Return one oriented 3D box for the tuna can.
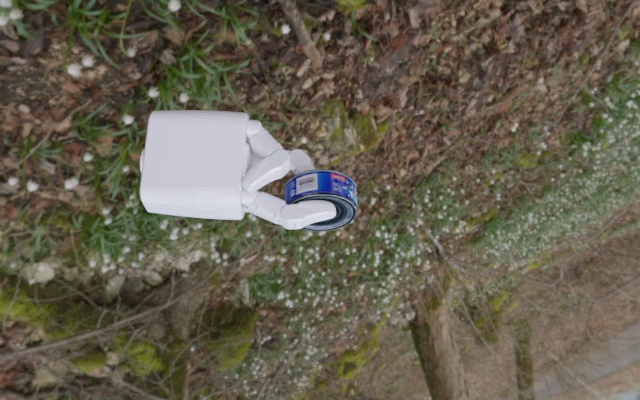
[{"bbox_3d":[0.000,0.002,0.553,0.086,0.033,0.086,-1,-32,-1],"label":"tuna can"}]
